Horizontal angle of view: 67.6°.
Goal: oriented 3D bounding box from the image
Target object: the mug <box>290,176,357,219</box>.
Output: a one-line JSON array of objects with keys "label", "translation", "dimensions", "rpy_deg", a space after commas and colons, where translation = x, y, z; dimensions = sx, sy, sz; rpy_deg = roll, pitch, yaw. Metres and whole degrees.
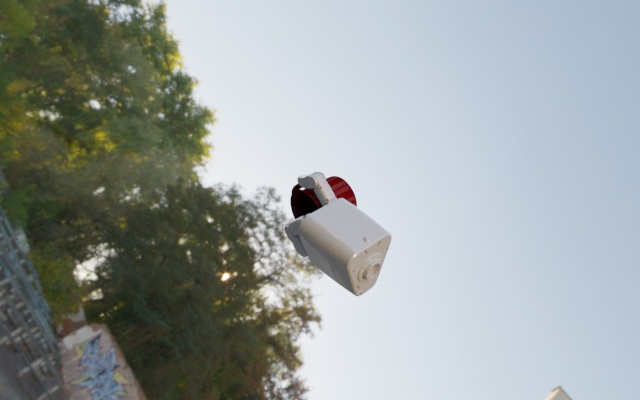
[{"label": "mug", "translation": [-0.001, 0.002, 0.822], "dimensions": [0.081, 0.093, 0.117], "rpy_deg": [-28, 48, -31]}]
